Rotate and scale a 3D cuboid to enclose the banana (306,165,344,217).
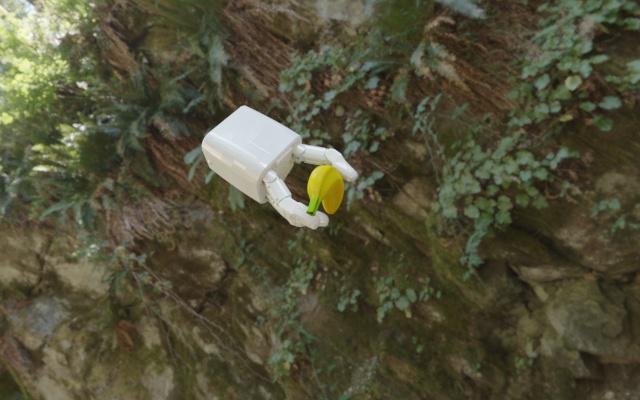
[{"bbox_3d":[0.007,-0.015,0.685,0.037,0.069,0.198,25,3,10],"label":"banana"}]
